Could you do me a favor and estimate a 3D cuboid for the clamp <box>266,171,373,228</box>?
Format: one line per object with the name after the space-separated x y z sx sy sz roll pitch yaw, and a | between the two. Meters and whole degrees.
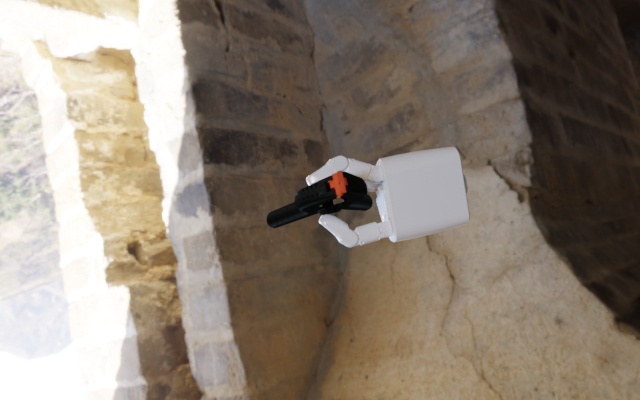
0.001 0.003 0.646 0.164 0.036 0.210 -13 -9 -2 | clamp
